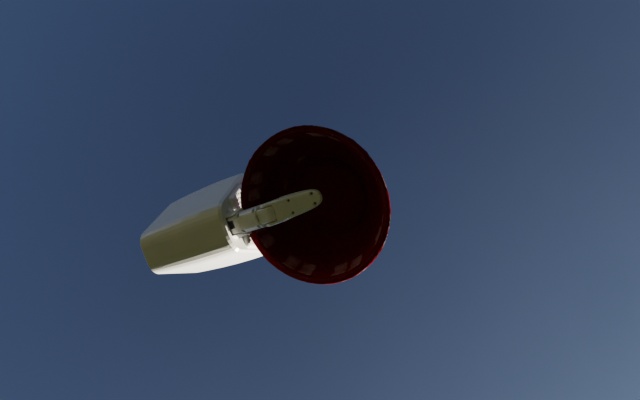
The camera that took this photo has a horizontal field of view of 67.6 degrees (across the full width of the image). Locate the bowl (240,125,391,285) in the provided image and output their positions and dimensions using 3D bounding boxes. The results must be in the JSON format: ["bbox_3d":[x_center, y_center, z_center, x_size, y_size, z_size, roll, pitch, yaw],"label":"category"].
[{"bbox_3d":[0.001,0.001,0.495,0.162,0.162,0.055,0,12,23],"label":"bowl"}]
